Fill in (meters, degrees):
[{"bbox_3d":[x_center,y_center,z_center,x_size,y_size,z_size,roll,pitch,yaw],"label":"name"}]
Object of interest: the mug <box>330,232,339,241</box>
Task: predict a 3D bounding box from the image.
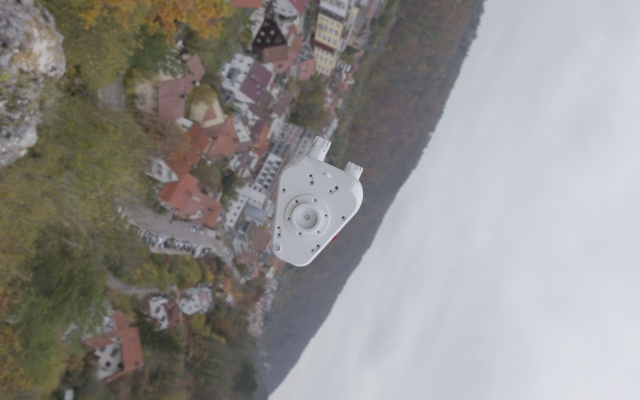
[{"bbox_3d":[0.000,0.002,0.676,0.081,0.093,0.117,25,11,1],"label":"mug"}]
